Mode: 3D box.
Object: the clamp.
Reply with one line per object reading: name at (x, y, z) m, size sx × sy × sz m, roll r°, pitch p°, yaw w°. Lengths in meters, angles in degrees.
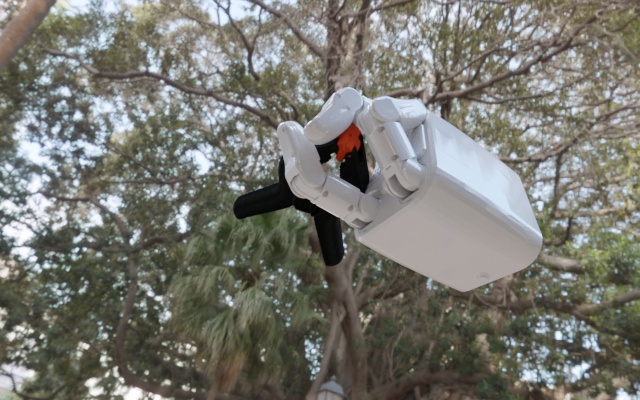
clamp at (0.000, 0.001, 0.429) m, size 0.120 × 0.039 × 0.171 m, roll 29°, pitch -37°, yaw -15°
